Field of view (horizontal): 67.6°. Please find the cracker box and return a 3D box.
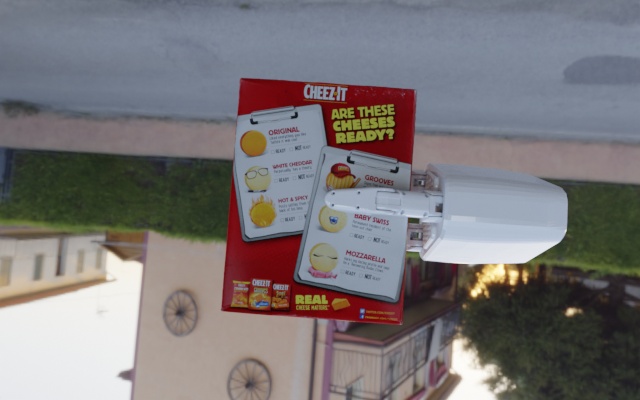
[{"bbox_3d":[0.000,0.002,0.457,0.164,0.213,0.072,4,-4,0],"label":"cracker box"}]
